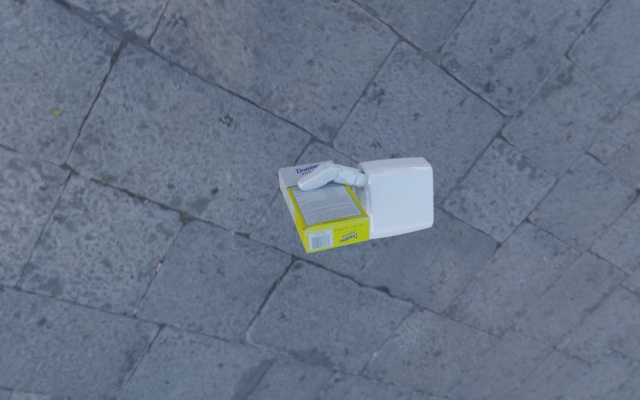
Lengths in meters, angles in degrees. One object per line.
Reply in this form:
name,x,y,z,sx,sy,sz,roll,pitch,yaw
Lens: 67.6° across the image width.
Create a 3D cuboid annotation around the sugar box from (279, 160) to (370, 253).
sugar box,0.000,0.003,0.712,0.093,0.048,0.176,-10,31,-11
